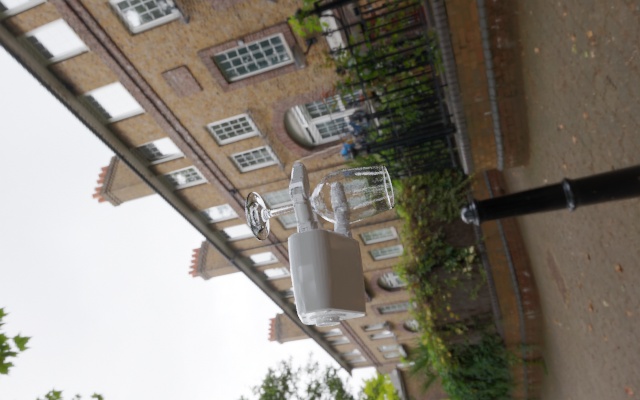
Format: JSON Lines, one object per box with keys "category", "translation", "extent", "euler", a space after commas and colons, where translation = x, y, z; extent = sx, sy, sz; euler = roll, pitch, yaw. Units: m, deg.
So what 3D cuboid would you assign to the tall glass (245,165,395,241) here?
{"category": "tall glass", "translation": [-0.001, 0.002, 0.678], "extent": [0.201, 0.079, 0.079], "euler": [-13, -4, 16]}
